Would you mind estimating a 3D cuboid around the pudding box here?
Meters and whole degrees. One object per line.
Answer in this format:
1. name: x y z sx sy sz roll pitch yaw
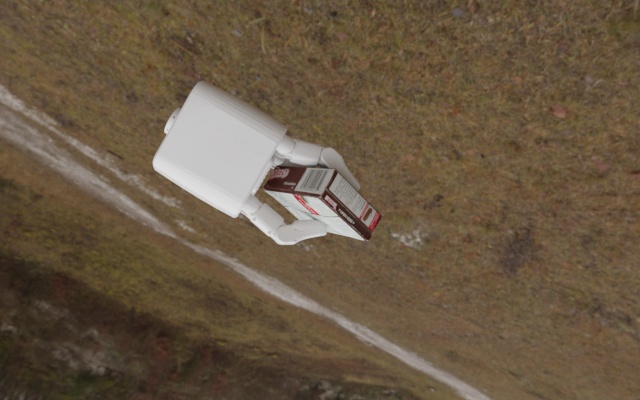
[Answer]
1. pudding box: 0.000 0.002 0.543 0.090 0.039 0.113 42 -19 -34
